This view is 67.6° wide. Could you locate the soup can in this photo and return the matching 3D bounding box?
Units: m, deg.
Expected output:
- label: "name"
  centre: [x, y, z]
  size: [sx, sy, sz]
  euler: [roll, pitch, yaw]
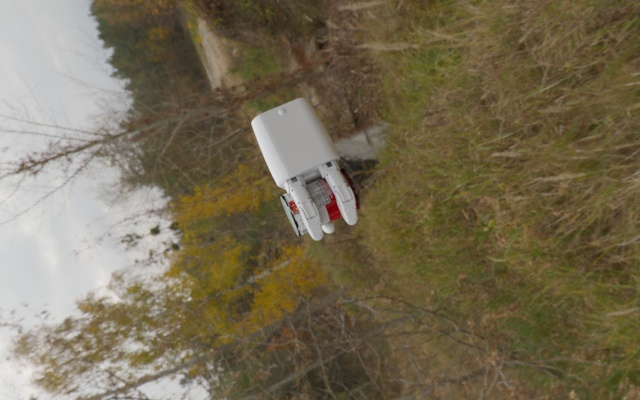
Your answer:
- label: "soup can"
  centre: [0.000, 0.003, 0.708]
  size: [0.102, 0.068, 0.068]
  euler: [-24, 4, -9]
